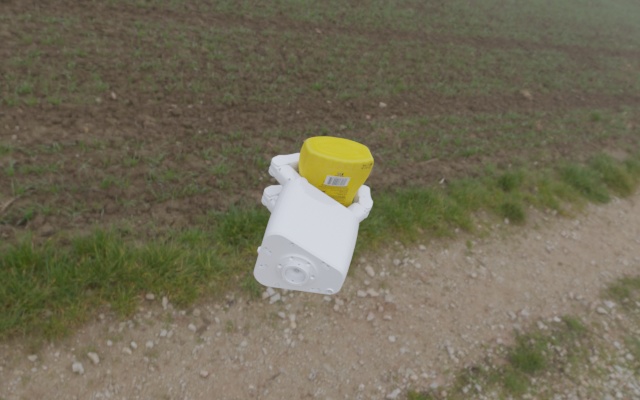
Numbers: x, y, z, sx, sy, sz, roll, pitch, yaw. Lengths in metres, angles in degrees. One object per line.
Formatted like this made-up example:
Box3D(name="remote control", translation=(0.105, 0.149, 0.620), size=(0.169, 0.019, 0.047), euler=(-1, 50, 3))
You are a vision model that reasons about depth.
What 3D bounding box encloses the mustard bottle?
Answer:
Box3D(name="mustard bottle", translation=(0.000, 0.002, 0.684), size=(0.096, 0.192, 0.058), euler=(4, 41, -20))
